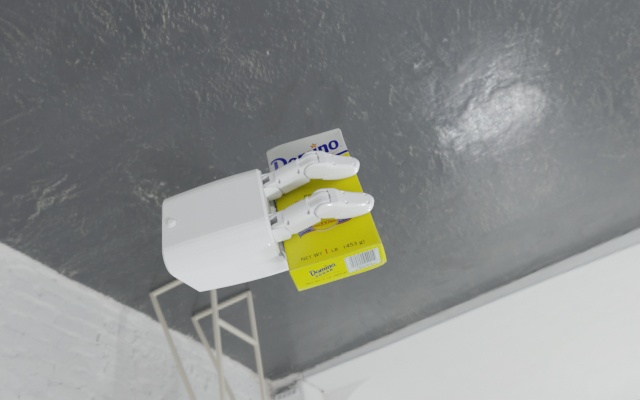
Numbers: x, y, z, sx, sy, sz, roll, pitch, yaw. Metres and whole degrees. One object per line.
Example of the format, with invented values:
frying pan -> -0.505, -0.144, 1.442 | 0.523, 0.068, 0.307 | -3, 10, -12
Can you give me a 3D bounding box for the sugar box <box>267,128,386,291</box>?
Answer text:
sugar box -> 0.000, 0.001, 0.511 | 0.093, 0.176, 0.048 | -17, -39, 0
